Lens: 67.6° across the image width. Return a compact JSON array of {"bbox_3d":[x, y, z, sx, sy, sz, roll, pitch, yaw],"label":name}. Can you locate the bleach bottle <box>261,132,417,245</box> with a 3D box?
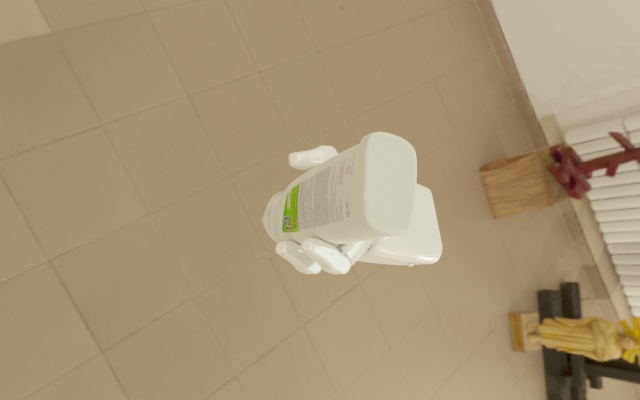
[{"bbox_3d":[0.000,0.002,0.554,0.068,0.102,0.251,13,-15,-31],"label":"bleach bottle"}]
